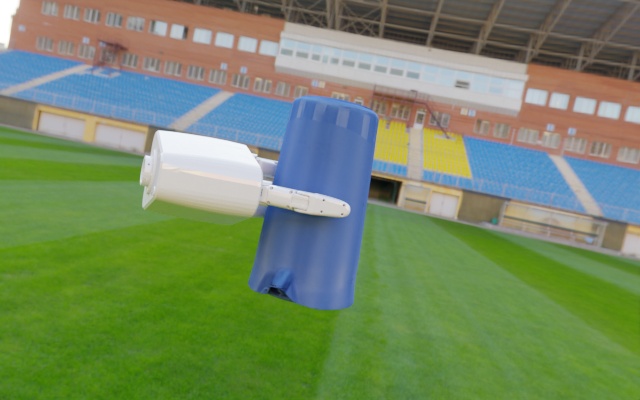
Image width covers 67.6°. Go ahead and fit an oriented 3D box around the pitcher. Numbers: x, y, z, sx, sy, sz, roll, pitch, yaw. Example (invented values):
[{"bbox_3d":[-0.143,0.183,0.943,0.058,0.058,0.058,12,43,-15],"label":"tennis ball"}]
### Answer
[{"bbox_3d":[0.000,0.002,0.599,0.145,0.243,0.149,10,4,-25],"label":"pitcher"}]
